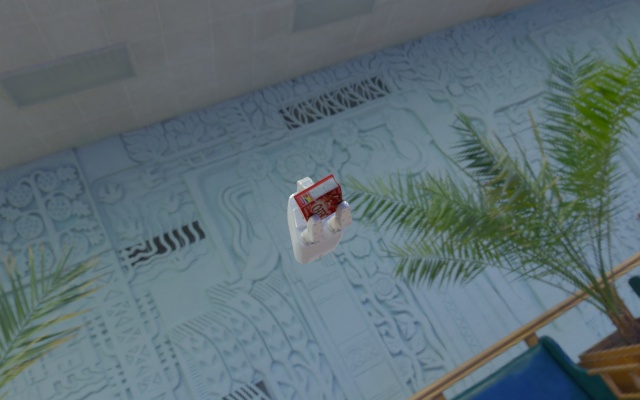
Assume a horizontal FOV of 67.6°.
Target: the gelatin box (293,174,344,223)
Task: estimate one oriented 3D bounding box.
[{"bbox_3d":[0.000,0.002,0.784,0.073,0.030,0.089,-30,-24,-5],"label":"gelatin box"}]
